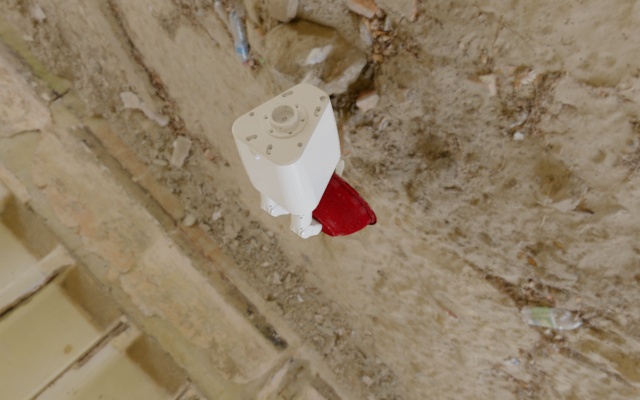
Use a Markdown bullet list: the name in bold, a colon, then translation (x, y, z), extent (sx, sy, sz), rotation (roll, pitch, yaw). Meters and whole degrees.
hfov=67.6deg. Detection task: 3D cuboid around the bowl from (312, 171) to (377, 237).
- **bowl**: translation (0.000, 0.003, 0.680), extent (0.162, 0.055, 0.162), rotation (37, -11, 8)
